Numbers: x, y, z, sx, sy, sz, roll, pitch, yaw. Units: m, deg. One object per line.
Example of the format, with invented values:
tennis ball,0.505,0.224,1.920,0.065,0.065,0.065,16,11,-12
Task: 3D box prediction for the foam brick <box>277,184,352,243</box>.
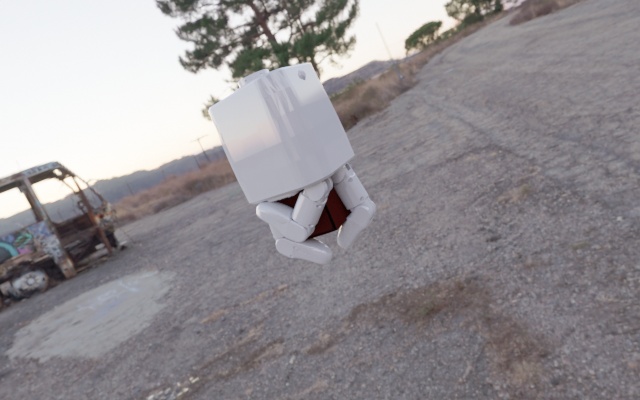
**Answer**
foam brick,0.000,0.002,0.509,0.053,0.051,0.078,-20,10,28
